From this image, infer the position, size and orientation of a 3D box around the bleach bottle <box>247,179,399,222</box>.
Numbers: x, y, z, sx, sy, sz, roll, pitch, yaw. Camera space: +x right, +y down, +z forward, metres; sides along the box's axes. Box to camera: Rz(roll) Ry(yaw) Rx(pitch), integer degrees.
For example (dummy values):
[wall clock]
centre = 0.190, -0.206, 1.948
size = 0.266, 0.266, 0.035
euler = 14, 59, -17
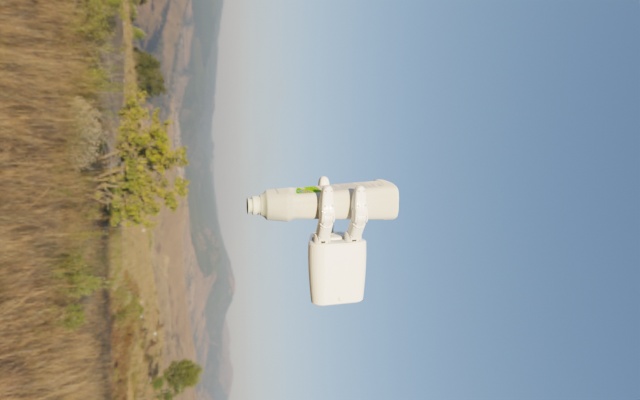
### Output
[bleach bottle]
centre = 0.000, 0.003, 0.814
size = 0.251, 0.068, 0.102
euler = -2, 8, -15
